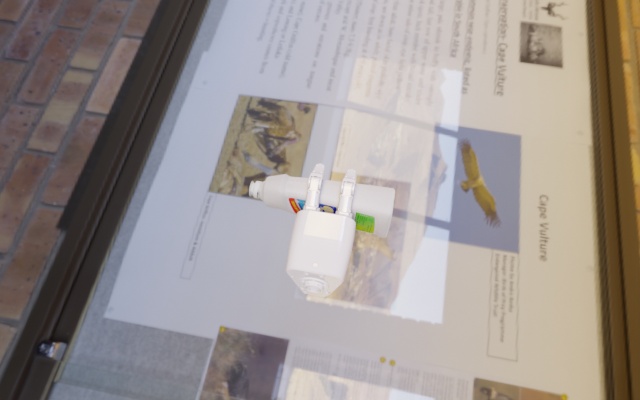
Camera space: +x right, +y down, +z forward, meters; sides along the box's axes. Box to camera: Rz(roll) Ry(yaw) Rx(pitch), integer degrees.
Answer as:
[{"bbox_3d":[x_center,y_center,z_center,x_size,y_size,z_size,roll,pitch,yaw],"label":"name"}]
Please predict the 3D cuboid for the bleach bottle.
[{"bbox_3d":[0.000,0.003,0.845,0.251,0.068,0.103,9,-29,6],"label":"bleach bottle"}]
